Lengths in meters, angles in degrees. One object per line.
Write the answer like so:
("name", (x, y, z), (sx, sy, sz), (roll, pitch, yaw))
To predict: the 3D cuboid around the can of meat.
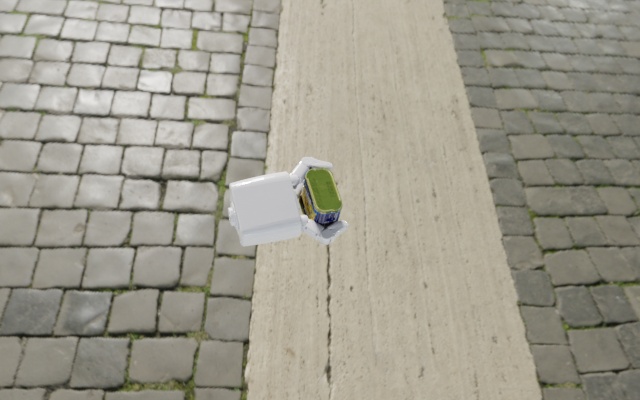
("can of meat", (0.000, 0.003, 0.871), (0.057, 0.102, 0.084), (-9, -32, -15))
